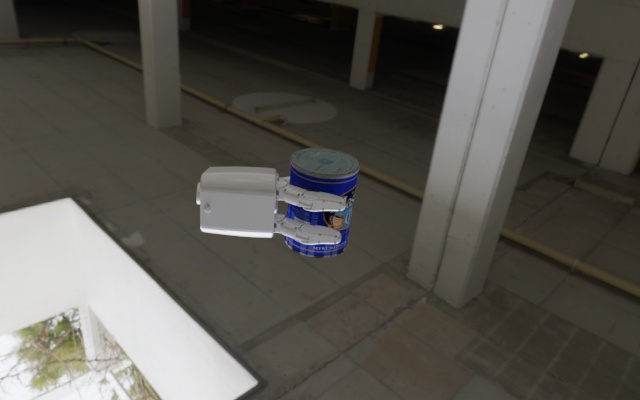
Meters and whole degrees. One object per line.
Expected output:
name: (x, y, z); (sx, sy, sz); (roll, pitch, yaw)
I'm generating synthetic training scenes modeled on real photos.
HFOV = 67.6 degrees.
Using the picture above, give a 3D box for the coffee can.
coffee can: (0.000, 0.002, 0.735); (0.103, 0.140, 0.102); (5, 27, -3)
